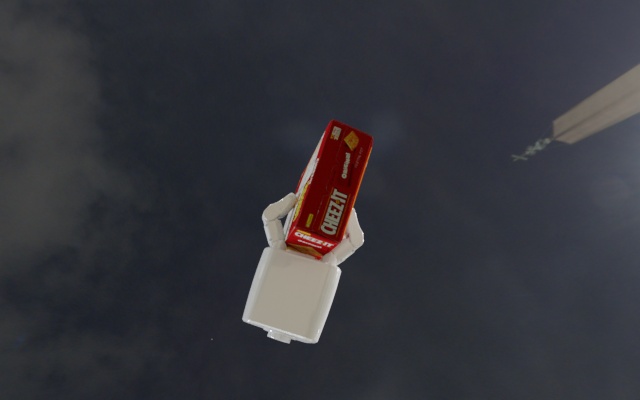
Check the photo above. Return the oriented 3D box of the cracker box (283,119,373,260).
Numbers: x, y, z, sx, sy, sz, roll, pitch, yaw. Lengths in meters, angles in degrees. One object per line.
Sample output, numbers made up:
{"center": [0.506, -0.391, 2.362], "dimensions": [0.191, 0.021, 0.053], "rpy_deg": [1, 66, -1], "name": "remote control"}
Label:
{"center": [0.000, 0.002, 0.719], "dimensions": [0.072, 0.164, 0.214], "rpy_deg": [20, -19, -6], "name": "cracker box"}
